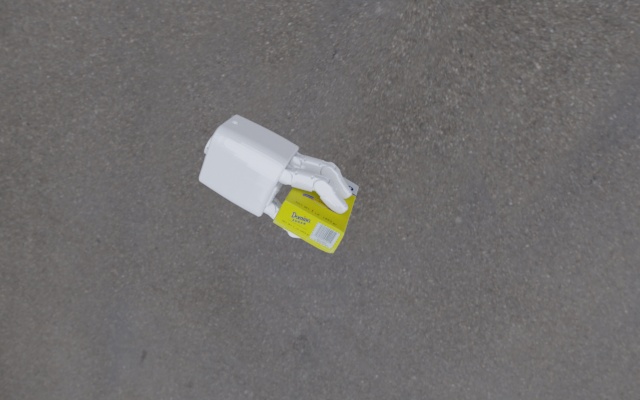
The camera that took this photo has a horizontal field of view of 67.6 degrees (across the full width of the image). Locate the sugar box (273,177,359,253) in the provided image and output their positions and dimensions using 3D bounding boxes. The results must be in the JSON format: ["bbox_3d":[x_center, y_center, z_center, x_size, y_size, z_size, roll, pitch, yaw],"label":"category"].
[{"bbox_3d":[0.000,0.002,0.709,0.093,0.048,0.176,30,27,-3],"label":"sugar box"}]
